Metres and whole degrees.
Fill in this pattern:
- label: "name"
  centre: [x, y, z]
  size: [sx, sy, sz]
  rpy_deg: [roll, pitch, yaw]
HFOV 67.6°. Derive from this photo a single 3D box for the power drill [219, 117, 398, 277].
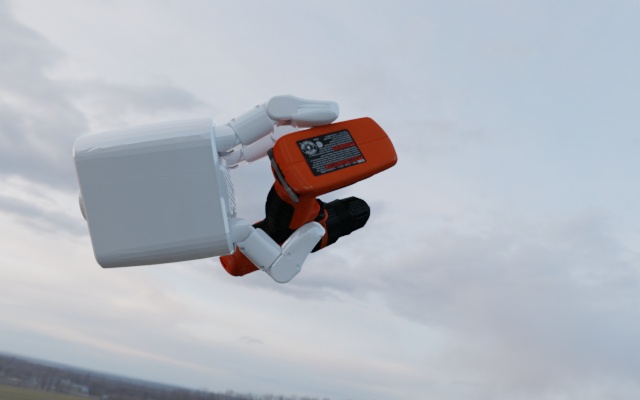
- label: "power drill"
  centre: [0.000, 0.001, 0.464]
  size: [0.184, 0.057, 0.188]
  rpy_deg: [-20, -22, -30]
